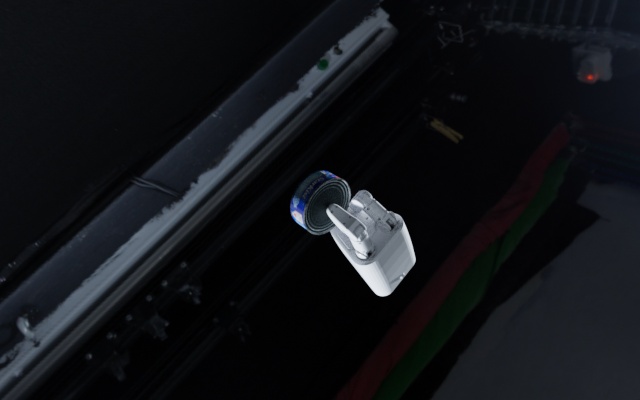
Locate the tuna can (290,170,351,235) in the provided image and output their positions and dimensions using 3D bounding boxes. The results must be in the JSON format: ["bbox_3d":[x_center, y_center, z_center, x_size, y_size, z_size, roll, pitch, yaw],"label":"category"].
[{"bbox_3d":[0.000,0.002,0.664,0.086,0.086,0.033,0,25,-47],"label":"tuna can"}]
